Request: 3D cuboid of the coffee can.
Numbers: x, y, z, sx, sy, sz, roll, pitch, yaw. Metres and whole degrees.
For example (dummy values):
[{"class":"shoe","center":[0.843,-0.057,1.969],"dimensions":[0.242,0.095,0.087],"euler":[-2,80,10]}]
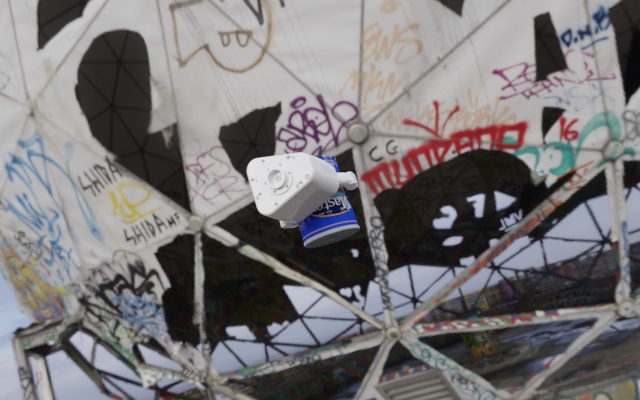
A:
[{"class":"coffee can","center":[0.000,0.003,0.859],"dimensions":[0.103,0.140,0.103],"euler":[-17,-14,-4]}]
